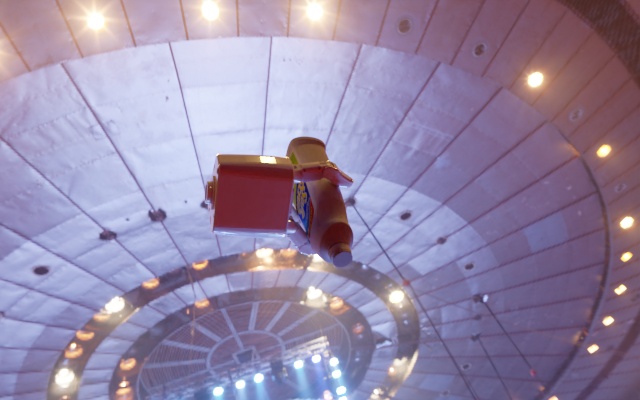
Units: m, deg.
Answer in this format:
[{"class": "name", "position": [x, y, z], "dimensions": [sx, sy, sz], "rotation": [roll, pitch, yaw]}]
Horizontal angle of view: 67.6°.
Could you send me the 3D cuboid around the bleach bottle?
[{"class": "bleach bottle", "position": [0.000, 0.002, 0.733], "dimensions": [0.068, 0.103, 0.250], "rotation": [3, 33, -20]}]
